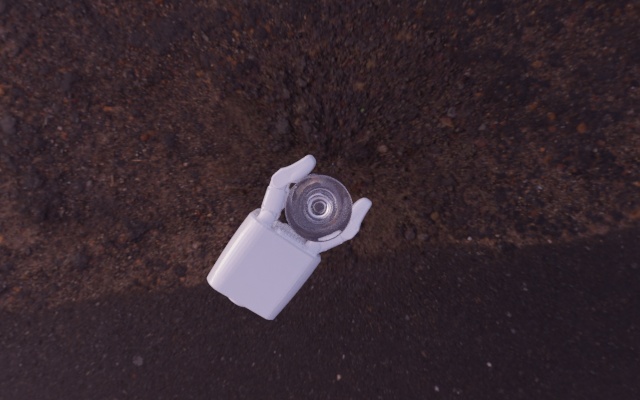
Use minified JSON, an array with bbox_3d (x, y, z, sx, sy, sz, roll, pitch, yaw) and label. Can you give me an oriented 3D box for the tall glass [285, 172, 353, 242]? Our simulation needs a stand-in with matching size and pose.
[{"bbox_3d":[0.000,0.002,0.619,0.079,0.079,0.201,0,4,2],"label":"tall glass"}]
